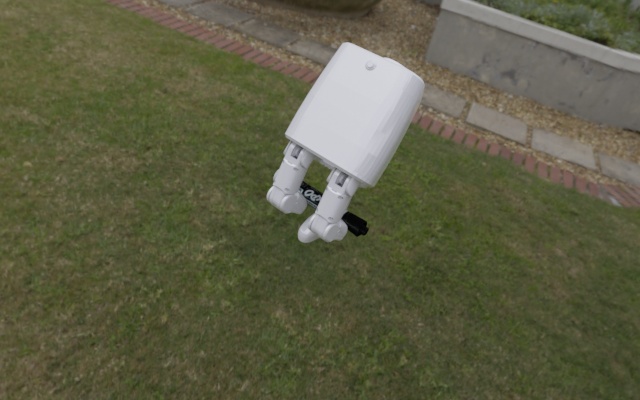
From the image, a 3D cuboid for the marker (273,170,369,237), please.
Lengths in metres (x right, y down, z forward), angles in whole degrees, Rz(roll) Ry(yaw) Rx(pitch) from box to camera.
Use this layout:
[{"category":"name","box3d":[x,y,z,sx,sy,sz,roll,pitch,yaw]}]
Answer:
[{"category":"marker","box3d":[0.000,0.002,0.507,0.121,0.020,0.020,33,14,23]}]
